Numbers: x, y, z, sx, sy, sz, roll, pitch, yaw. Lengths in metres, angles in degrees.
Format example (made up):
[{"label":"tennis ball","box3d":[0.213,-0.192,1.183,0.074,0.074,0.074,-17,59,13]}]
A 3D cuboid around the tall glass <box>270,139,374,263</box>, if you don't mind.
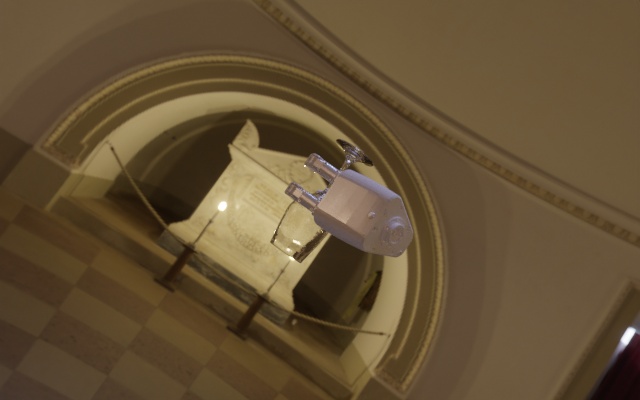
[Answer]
[{"label":"tall glass","box3d":[0.000,0.002,0.776,0.079,0.201,0.079,35,-5,3]}]
